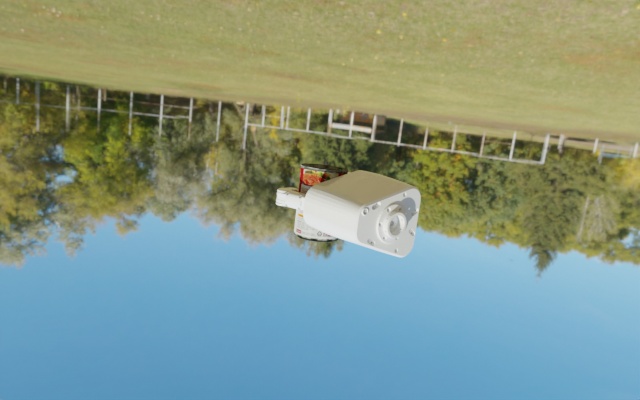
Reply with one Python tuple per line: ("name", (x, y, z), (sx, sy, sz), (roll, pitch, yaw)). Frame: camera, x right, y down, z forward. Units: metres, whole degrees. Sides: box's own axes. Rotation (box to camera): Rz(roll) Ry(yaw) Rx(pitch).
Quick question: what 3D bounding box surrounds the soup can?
("soup can", (0.000, 0.002, 0.683), (0.068, 0.102, 0.068), (7, 10, -1))
